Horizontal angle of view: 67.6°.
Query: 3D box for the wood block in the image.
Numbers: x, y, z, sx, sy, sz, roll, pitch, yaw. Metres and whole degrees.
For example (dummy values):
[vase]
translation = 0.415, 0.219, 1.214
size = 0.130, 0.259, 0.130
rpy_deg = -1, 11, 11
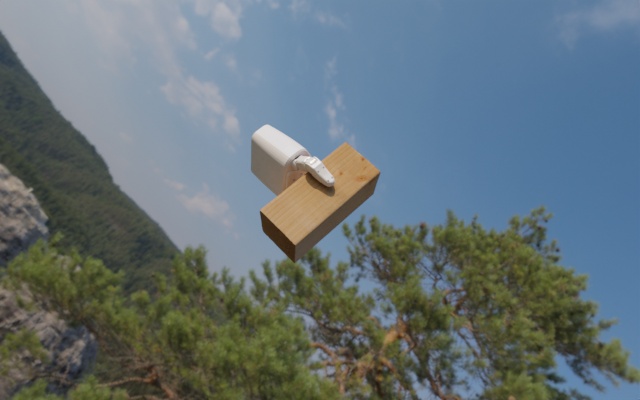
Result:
[wood block]
translation = 0.000, 0.002, 0.856
size = 0.206, 0.090, 0.091
rpy_deg = -40, -19, -20
